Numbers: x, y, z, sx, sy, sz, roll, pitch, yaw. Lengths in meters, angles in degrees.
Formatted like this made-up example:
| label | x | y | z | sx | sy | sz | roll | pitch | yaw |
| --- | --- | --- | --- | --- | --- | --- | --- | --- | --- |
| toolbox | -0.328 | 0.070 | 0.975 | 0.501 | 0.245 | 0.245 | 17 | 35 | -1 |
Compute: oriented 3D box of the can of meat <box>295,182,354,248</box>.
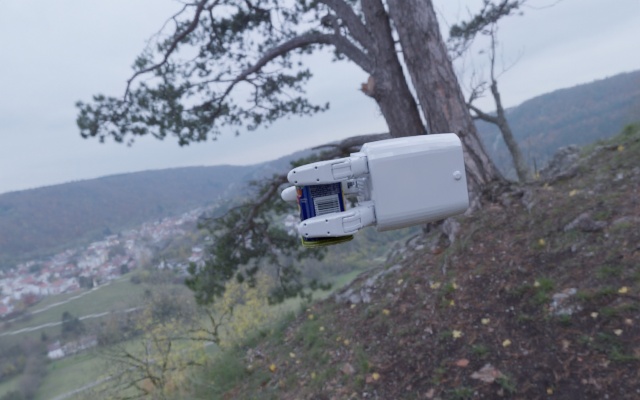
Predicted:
| label | x | y | z | sx | sy | sz | roll | pitch | yaw |
| --- | --- | --- | --- | --- | --- | --- | --- | --- | --- |
| can of meat | 0.000 | 0.001 | 0.550 | 0.057 | 0.084 | 0.102 | -9 | 7 | -2 |
